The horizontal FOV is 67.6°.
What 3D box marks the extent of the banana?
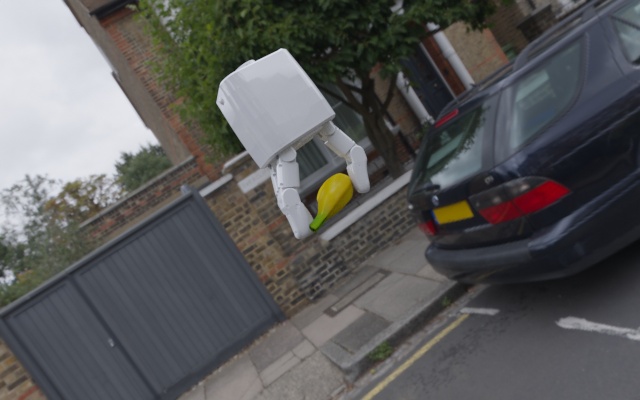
[{"bbox_3d":[0.014,-0.009,0.645,0.069,0.037,0.198,-38,4,9],"label":"banana"}]
